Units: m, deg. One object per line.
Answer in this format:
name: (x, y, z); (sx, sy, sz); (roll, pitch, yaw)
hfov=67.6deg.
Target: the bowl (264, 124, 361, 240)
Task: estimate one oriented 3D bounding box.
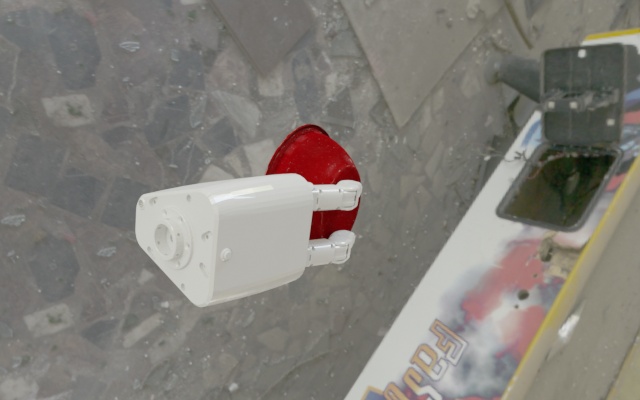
bowl: (0.001, 0.001, 0.519); (0.055, 0.162, 0.162); (15, 7, 27)
